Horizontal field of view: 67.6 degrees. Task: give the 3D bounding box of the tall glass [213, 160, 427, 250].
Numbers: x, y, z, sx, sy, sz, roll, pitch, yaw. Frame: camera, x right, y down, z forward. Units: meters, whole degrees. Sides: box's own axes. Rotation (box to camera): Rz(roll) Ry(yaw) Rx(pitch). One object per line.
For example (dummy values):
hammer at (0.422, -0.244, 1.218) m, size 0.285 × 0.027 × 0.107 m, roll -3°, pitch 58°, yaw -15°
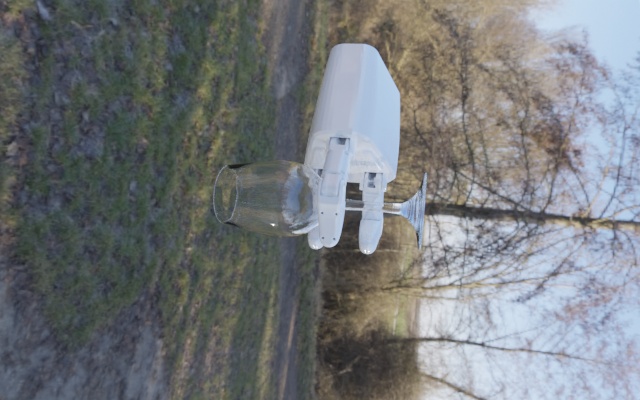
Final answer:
tall glass at (0.001, 0.002, 0.471) m, size 0.201 × 0.079 × 0.079 m, roll 4°, pitch 1°, yaw 11°
